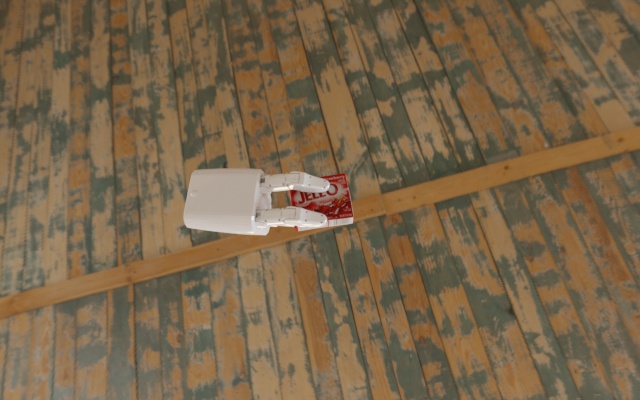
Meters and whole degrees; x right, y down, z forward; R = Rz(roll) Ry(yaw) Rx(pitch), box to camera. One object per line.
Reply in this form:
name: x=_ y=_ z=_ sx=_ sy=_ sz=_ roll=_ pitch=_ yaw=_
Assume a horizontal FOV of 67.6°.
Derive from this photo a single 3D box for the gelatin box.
gelatin box: x=0.000 y=0.002 z=0.713 sx=0.089 sy=0.073 sz=0.030 roll=-8 pitch=-23 yaw=-3
